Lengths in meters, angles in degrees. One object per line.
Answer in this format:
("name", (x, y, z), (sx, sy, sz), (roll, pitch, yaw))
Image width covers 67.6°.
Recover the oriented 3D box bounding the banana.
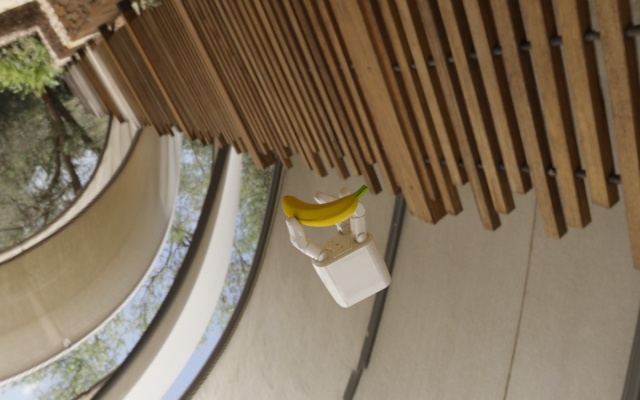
("banana", (-0.007, 0.014, 0.804), (0.198, 0.037, 0.069), (-4, 36, 43))
